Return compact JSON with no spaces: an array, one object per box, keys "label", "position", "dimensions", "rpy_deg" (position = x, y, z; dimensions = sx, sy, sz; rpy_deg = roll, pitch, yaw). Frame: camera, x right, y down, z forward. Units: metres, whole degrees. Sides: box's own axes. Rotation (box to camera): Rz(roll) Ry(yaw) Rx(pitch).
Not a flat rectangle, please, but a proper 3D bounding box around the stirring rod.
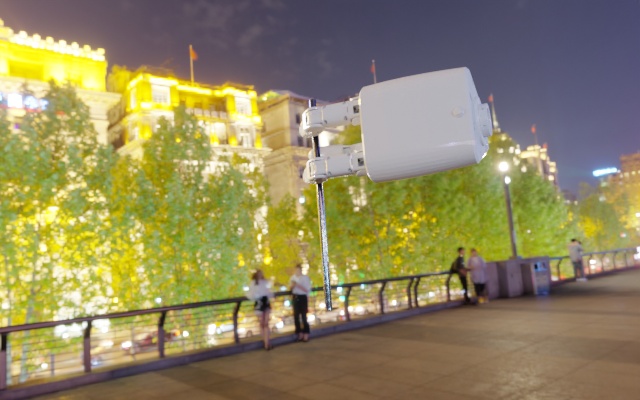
[{"label":"stirring rod","position":[0.000,0.002,0.544],"dimensions":[0.011,0.239,0.011],"rpy_deg":[-4,-7,-1]}]
